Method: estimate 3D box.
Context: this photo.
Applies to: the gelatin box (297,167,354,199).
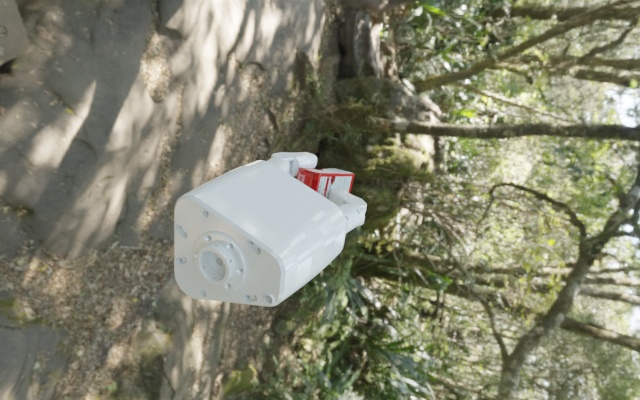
[{"bbox_3d":[0.001,0.002,0.534,0.030,0.073,0.089,18,11,27],"label":"gelatin box"}]
